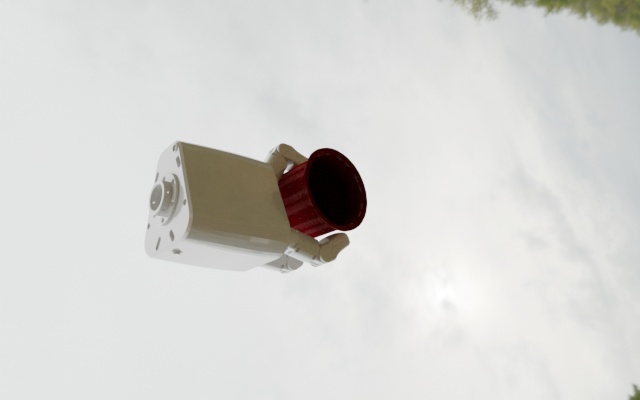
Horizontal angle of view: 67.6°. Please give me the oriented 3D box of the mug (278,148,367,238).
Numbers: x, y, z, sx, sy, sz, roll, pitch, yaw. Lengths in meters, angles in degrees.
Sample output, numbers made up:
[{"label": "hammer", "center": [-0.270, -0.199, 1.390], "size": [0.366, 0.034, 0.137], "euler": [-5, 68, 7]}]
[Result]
[{"label": "mug", "center": [0.001, 0.002, 0.539], "size": [0.117, 0.093, 0.081], "euler": [16, -28, -40]}]
